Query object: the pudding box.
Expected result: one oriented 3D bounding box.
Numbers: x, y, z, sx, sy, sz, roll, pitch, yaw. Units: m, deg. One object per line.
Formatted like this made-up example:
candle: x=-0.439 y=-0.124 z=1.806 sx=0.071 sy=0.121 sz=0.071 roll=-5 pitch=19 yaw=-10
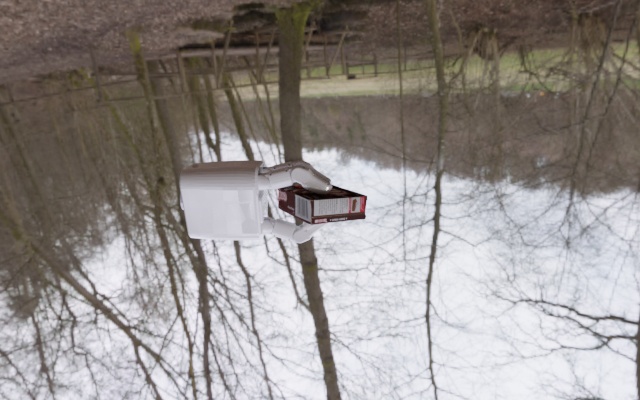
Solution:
pudding box: x=0.000 y=0.002 z=0.688 sx=0.090 sy=0.039 sz=0.113 roll=-5 pitch=15 yaw=-27
